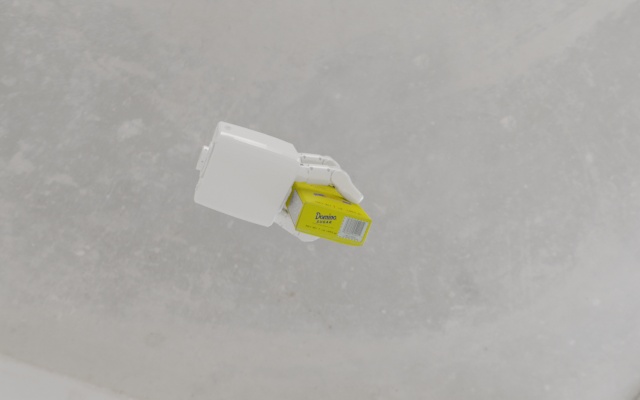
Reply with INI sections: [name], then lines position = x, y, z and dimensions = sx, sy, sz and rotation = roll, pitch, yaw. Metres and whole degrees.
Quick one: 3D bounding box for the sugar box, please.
[sugar box]
position = 0.000, 0.002, 0.662
dimensions = 0.093, 0.048, 0.176
rotation = 16, 17, -18
